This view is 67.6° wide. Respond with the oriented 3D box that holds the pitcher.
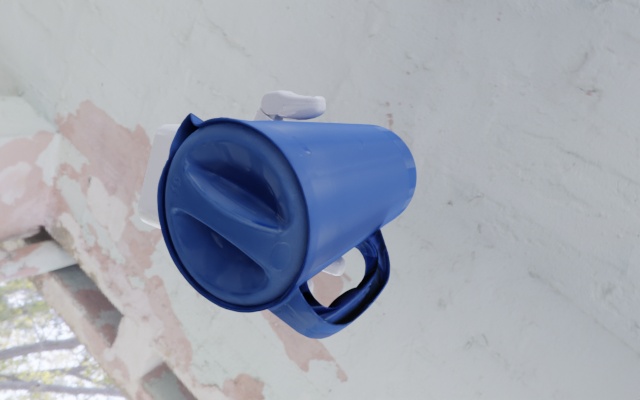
[{"bbox_3d":[0.000,0.001,0.413,0.145,0.149,0.243,11,15,29],"label":"pitcher"}]
